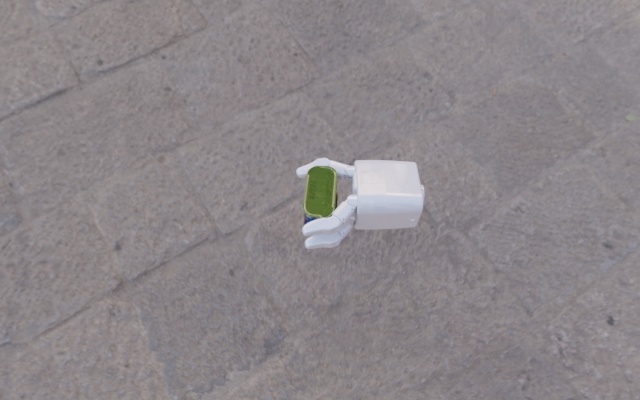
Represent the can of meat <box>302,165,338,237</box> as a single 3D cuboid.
[{"bbox_3d":[0.000,0.002,0.809,0.057,0.102,0.084,4,-26,2],"label":"can of meat"}]
